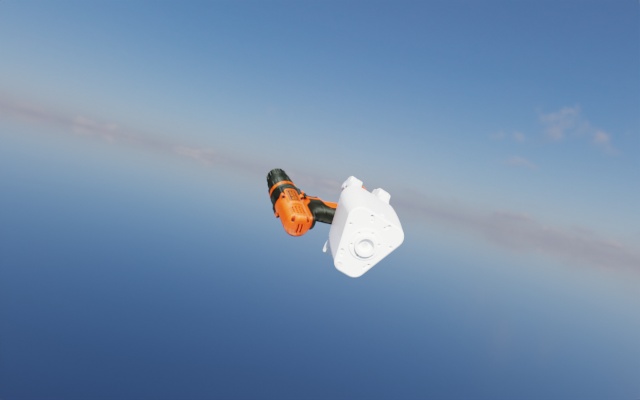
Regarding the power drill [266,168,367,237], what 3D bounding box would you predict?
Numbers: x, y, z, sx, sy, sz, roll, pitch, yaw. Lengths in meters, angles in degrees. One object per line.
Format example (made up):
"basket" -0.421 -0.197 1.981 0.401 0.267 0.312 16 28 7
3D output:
"power drill" 0.001 0.003 0.874 0.187 0.057 0.184 3 33 -22
